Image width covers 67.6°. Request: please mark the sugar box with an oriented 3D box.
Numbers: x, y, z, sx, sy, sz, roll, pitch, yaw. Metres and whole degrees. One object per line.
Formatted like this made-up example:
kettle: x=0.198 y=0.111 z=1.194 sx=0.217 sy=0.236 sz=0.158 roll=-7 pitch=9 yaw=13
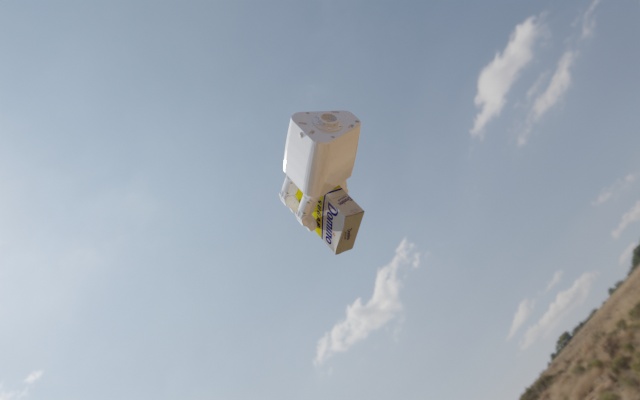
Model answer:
sugar box: x=0.000 y=0.003 z=0.846 sx=0.048 sy=0.093 sz=0.176 roll=-16 pitch=47 yaw=-30
